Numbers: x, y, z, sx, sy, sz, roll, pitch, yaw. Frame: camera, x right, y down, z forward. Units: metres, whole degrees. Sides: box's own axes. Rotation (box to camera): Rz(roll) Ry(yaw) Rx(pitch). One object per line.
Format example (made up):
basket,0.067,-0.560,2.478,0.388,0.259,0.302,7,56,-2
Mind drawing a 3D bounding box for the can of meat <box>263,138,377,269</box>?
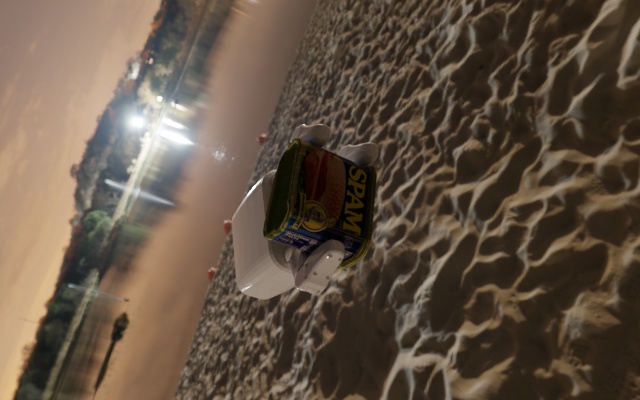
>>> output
can of meat,0.000,0.001,0.444,0.084,0.102,0.057,21,-31,-22
